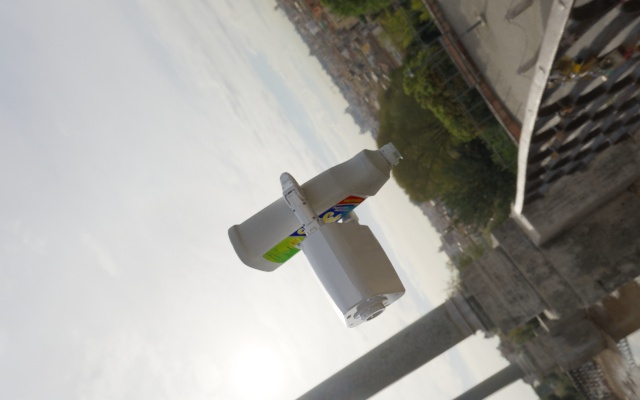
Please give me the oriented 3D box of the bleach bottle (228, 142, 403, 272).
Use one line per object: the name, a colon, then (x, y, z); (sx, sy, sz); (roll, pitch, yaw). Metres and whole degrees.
bleach bottle: (0.000, 0.002, 0.658); (0.251, 0.068, 0.102); (-36, -26, 10)
